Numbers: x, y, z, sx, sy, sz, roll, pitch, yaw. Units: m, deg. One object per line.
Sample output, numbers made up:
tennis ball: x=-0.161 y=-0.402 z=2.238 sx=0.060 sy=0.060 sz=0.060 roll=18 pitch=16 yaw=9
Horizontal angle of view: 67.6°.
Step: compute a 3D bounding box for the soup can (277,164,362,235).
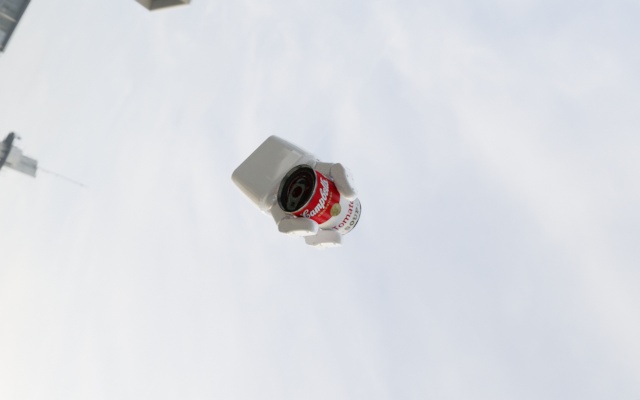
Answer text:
soup can: x=0.001 y=0.002 z=0.649 sx=0.068 sy=0.068 sz=0.102 roll=0 pitch=-21 yaw=43
